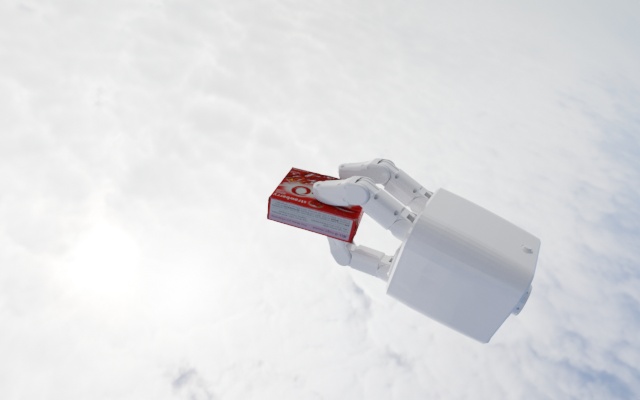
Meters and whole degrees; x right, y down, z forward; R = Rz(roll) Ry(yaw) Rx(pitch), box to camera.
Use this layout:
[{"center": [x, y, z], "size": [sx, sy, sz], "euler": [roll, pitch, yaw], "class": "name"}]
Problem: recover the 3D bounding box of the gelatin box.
[{"center": [0.000, 0.002, 0.478], "size": [0.089, 0.030, 0.073], "euler": [15, 30, 9], "class": "gelatin box"}]
